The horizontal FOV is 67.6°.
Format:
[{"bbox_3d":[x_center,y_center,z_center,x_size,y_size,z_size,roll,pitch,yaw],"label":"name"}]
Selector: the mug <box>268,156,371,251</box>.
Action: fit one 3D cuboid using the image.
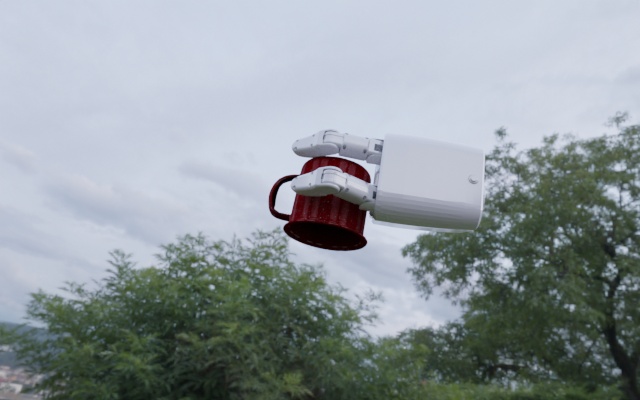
[{"bbox_3d":[-0.001,0.001,0.536,0.117,0.081,0.093,8,-22,7],"label":"mug"}]
